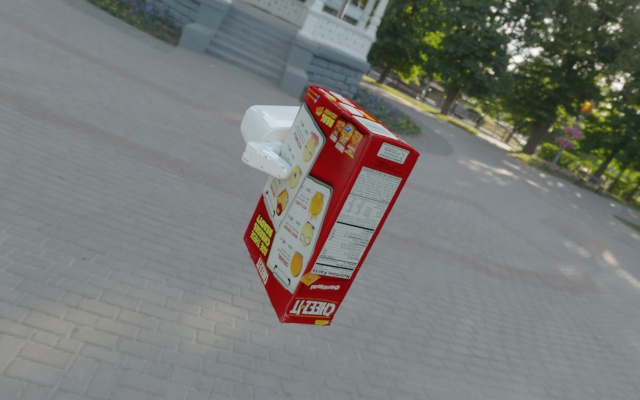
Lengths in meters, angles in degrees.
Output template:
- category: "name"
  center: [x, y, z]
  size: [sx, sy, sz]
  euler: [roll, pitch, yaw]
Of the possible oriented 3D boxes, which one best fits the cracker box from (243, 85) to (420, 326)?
- category: "cracker box"
  center: [0.000, 0.002, 0.525]
  size: [0.072, 0.214, 0.164]
  euler: [14, 21, -30]
